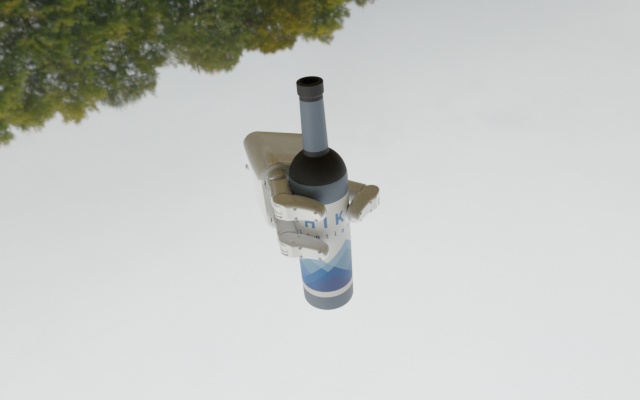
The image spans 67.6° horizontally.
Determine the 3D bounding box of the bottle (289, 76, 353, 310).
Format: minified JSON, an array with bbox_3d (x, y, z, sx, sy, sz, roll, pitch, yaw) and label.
[{"bbox_3d":[0.000,0.002,0.556,0.069,0.296,0.069,-3,35,2],"label":"bottle"}]
